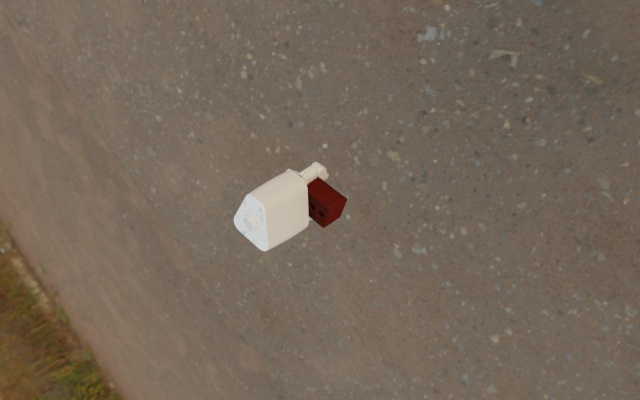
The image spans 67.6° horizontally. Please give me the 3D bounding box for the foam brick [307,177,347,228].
[{"bbox_3d":[0.000,0.003,0.896,0.078,0.053,0.051,38,45,22],"label":"foam brick"}]
